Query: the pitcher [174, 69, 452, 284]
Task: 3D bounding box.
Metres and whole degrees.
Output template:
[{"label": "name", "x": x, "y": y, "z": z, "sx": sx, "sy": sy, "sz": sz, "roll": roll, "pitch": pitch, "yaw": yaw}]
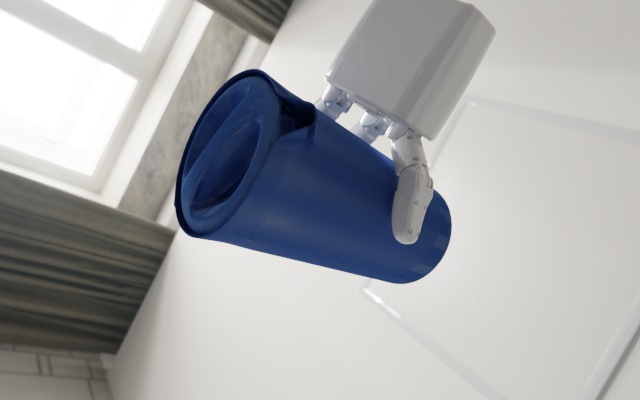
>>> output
[{"label": "pitcher", "x": 0.000, "y": 0.001, "z": 0.430, "sx": 0.243, "sy": 0.145, "sz": 0.149, "roll": 24, "pitch": 10, "yaw": -38}]
